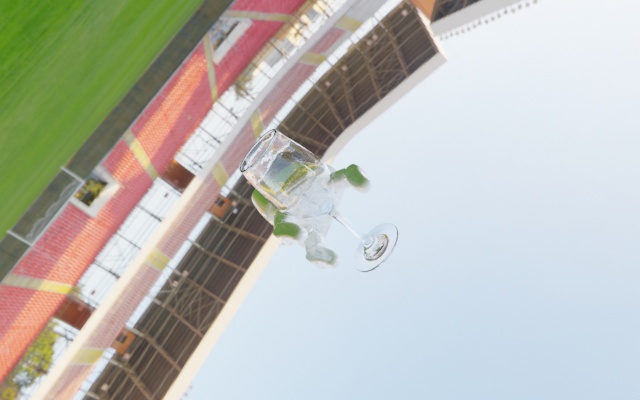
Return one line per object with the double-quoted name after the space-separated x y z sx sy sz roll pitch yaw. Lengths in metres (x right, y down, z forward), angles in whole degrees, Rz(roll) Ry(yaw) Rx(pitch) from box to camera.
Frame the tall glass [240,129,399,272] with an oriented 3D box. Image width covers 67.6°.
0.001 0.002 0.571 0.201 0.079 0.079 39 -18 -23 "tall glass"
